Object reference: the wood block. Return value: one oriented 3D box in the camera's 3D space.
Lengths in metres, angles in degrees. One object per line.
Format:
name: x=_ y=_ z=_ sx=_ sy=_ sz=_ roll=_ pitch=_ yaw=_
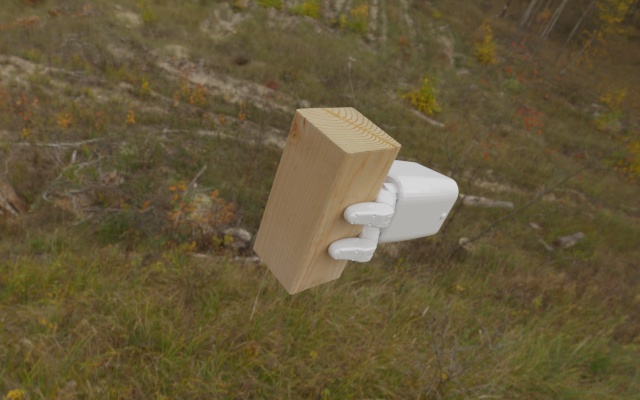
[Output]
wood block: x=0.000 y=0.002 z=0.574 sx=0.090 sy=0.206 sz=0.090 roll=-12 pitch=45 yaw=-40
